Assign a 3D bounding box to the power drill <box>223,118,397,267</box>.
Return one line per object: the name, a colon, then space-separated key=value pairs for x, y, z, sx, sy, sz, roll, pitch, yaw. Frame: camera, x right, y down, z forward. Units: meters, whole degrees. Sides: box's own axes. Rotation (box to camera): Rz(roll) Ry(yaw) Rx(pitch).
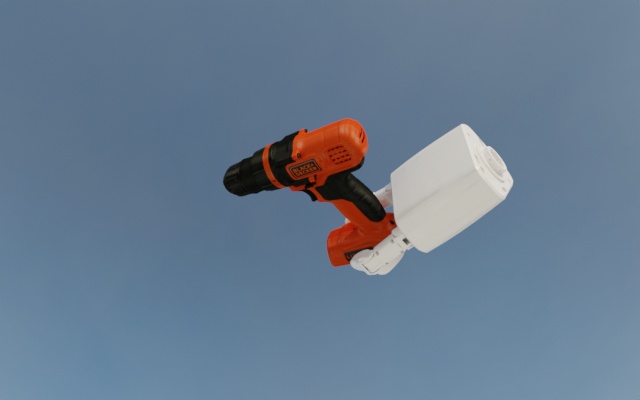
power drill: x=0.001 y=0.002 z=0.569 sx=0.184 sy=0.057 sz=0.188 roll=-16 pitch=-49 yaw=30
